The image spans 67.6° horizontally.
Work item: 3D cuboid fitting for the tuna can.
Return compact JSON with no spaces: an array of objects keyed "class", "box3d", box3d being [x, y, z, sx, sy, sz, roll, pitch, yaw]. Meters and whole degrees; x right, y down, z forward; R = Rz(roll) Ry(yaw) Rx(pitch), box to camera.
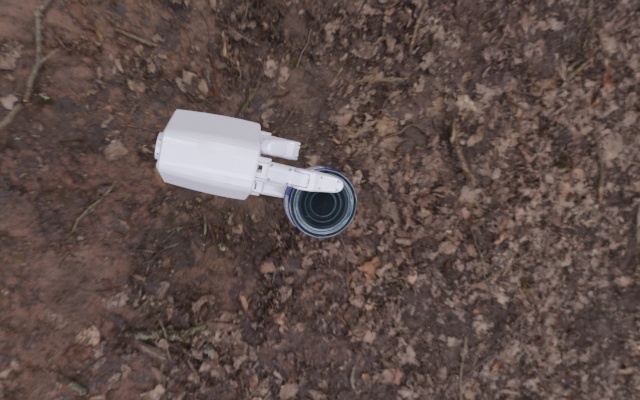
[{"class":"tuna can","box3d":[0.000,0.002,0.579,0.086,0.086,0.033,0,8,-14]}]
